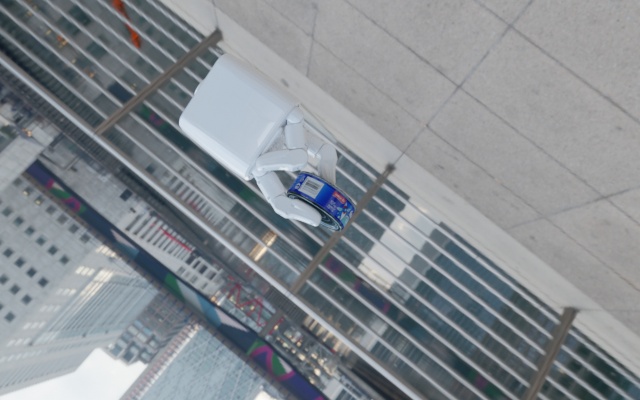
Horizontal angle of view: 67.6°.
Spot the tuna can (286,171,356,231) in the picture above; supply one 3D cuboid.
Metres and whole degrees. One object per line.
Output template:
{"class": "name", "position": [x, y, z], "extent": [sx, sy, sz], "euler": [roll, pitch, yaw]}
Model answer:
{"class": "tuna can", "position": [0.000, 0.002, 0.599], "extent": [0.086, 0.033, 0.086], "euler": [32, -13, 9]}
